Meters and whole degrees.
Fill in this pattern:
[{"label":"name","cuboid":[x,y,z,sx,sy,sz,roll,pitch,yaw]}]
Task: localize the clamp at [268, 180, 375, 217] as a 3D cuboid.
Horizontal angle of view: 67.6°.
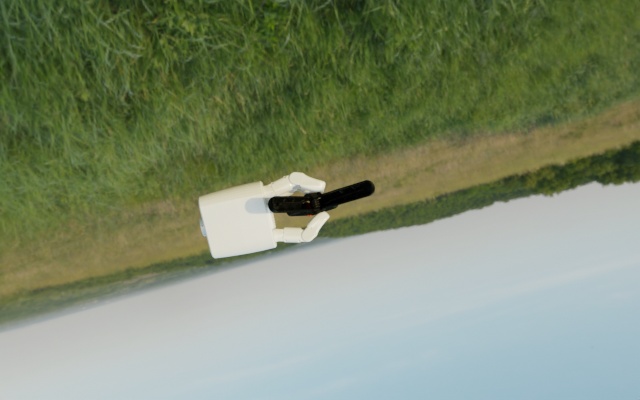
[{"label":"clamp","cuboid":[0.000,0.004,0.804,0.164,0.036,0.210,-10,-6,-3]}]
